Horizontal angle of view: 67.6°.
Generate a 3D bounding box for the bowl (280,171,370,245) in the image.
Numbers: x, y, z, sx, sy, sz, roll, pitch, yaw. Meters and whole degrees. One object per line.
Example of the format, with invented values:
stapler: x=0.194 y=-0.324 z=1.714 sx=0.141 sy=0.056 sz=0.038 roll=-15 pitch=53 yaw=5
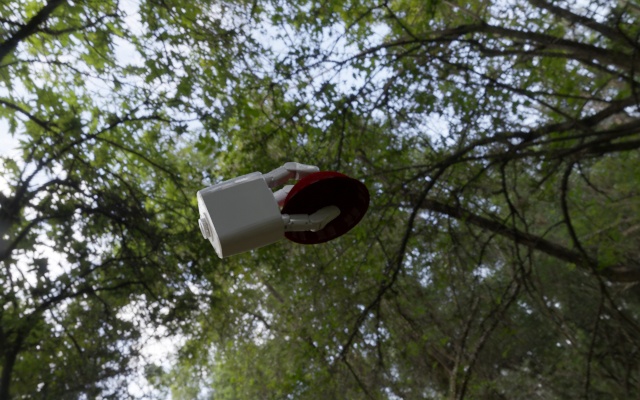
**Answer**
bowl: x=0.001 y=0.002 z=0.813 sx=0.162 sy=0.162 sz=0.055 roll=0 pitch=44 yaw=-26
